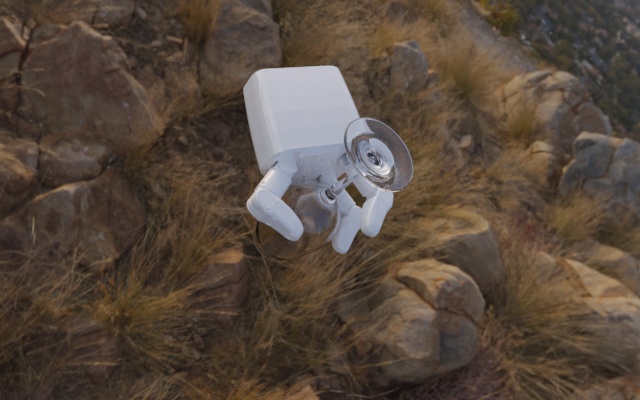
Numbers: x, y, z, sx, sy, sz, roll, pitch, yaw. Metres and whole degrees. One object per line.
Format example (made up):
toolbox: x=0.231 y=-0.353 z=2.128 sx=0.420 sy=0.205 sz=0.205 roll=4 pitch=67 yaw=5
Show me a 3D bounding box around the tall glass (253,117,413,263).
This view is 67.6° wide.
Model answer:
tall glass: x=0.000 y=0.001 z=0.487 sx=0.079 sy=0.079 sz=0.201 roll=0 pitch=-26 yaw=-35
